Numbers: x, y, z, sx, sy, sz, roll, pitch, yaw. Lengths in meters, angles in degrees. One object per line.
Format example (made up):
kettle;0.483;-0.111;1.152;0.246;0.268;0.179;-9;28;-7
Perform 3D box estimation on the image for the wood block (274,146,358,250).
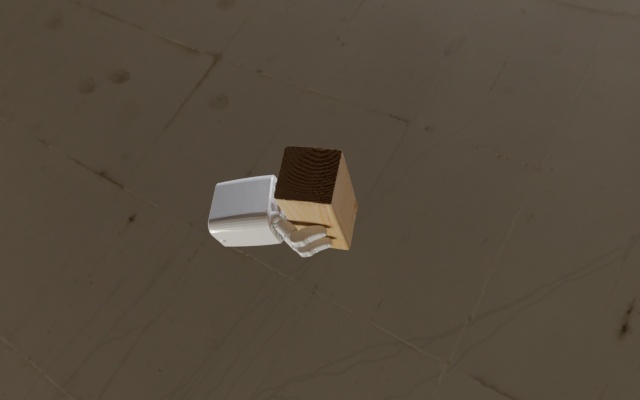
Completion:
wood block;0.000;0.002;0.782;0.090;0.090;0.206;6;-22;13
